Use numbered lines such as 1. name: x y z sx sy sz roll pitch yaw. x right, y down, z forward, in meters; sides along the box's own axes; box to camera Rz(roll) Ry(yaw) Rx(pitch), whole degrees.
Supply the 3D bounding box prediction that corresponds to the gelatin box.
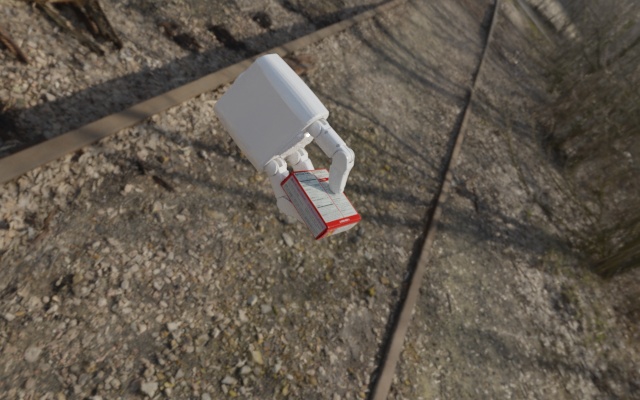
1. gelatin box: 0.001 0.002 0.611 0.073 0.089 0.030 -12 -28 -52
